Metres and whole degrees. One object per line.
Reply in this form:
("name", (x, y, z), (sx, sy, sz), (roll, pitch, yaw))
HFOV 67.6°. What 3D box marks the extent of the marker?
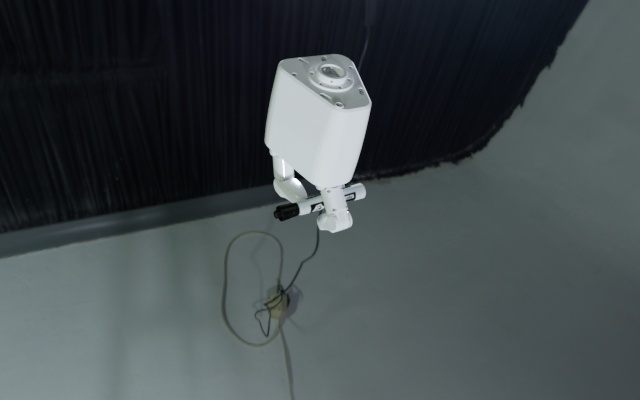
("marker", (0.000, 0.002, 0.568), (0.121, 0.020, 0.020), (-15, 7, -28))
